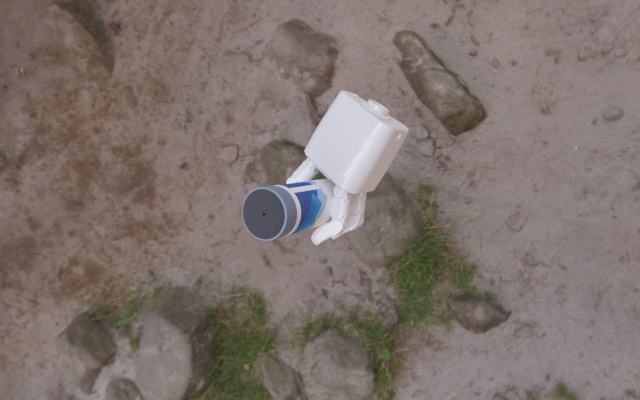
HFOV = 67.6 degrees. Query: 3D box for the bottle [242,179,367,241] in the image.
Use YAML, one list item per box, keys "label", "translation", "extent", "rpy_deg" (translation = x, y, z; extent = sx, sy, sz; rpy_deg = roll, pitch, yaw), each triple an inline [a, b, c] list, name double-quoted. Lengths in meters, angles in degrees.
- label: "bottle"
  translation: [0.000, 0.002, 0.707]
  extent: [0.069, 0.069, 0.295]
  rpy_deg: [0, 6, 28]
